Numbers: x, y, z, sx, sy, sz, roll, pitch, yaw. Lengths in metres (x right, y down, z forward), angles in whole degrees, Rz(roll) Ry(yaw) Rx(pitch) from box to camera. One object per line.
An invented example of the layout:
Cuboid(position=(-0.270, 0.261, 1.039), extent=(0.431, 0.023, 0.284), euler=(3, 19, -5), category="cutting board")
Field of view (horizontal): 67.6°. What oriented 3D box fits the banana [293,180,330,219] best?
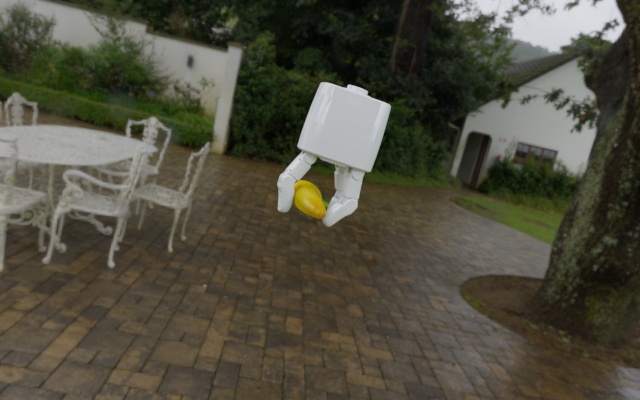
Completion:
Cuboid(position=(-0.017, -0.006, 0.771), extent=(0.069, 0.037, 0.198), euler=(25, 6, 1), category="banana")
